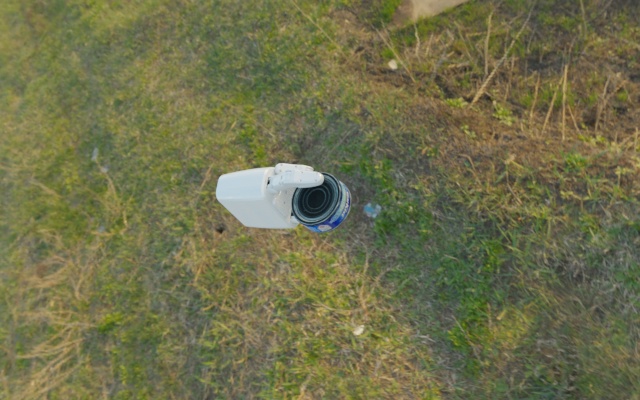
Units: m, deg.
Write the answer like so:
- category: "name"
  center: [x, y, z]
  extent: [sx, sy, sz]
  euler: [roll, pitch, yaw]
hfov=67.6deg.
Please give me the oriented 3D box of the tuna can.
- category: "tuna can"
  center: [0.000, 0.002, 0.700]
  extent: [0.086, 0.086, 0.034]
  euler: [0, -21, 31]
